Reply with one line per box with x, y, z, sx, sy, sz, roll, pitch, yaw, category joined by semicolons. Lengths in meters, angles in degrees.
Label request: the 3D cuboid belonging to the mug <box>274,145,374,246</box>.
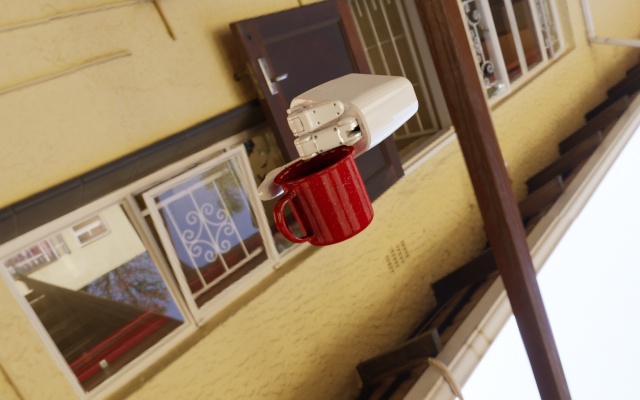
-0.001;0.003;0.509;0.093;0.081;0.117;-3;27;49;mug
